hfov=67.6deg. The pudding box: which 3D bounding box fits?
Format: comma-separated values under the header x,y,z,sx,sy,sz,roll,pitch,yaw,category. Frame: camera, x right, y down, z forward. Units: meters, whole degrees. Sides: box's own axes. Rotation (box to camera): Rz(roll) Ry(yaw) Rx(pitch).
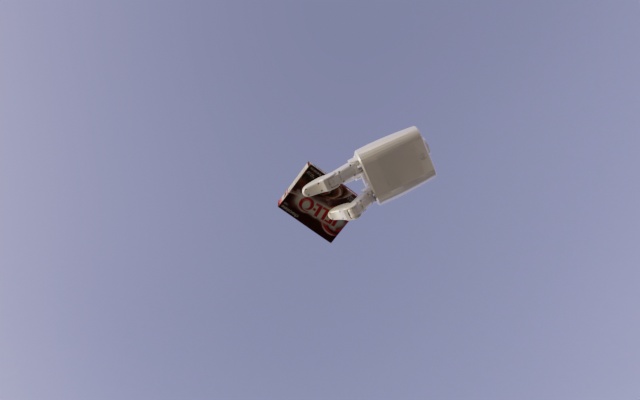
x,y,z,sx,sy,sz,roll,pitch,yaw,category
0.000,0.002,0.788,0.113,0.090,0.039,35,11,-11,pudding box
